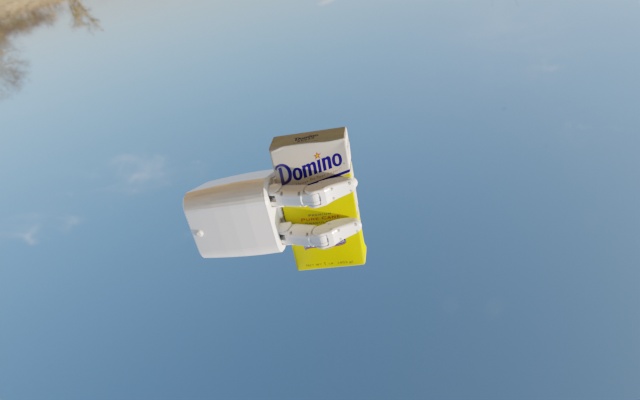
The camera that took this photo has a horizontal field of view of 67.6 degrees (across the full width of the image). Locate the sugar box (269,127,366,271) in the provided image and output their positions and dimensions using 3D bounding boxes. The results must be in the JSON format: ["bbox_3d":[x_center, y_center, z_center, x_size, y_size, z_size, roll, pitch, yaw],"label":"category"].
[{"bbox_3d":[0.000,0.002,0.598,0.093,0.176,0.048,-8,29,9],"label":"sugar box"}]
